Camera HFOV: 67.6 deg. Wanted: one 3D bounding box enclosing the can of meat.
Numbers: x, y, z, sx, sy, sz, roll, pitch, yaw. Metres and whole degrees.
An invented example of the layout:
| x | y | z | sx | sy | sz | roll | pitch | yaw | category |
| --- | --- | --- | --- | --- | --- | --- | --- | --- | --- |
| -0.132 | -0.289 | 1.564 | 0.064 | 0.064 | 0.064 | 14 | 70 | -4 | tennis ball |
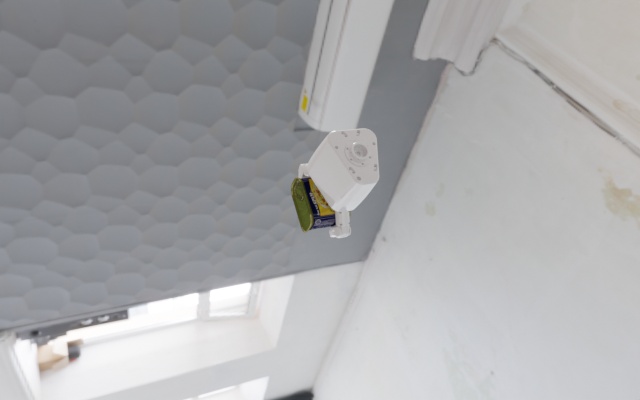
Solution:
| x | y | z | sx | sy | sz | roll | pitch | yaw | category |
| --- | --- | --- | --- | --- | --- | --- | --- | --- | --- |
| 0.000 | 0.003 | 0.899 | 0.084 | 0.102 | 0.057 | -8 | -24 | -24 | can of meat |
